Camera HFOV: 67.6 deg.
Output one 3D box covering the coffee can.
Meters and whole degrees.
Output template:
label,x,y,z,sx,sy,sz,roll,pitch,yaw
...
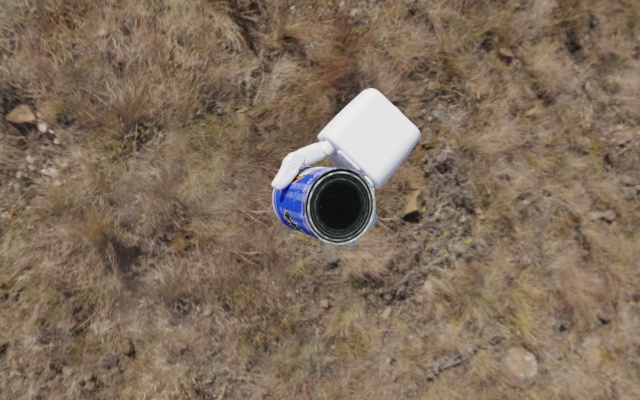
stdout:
label,x,y,z,sx,sy,sz,roll,pitch,yaw
coffee can,0.000,0.002,0.682,0.103,0.103,0.140,0,5,-23
